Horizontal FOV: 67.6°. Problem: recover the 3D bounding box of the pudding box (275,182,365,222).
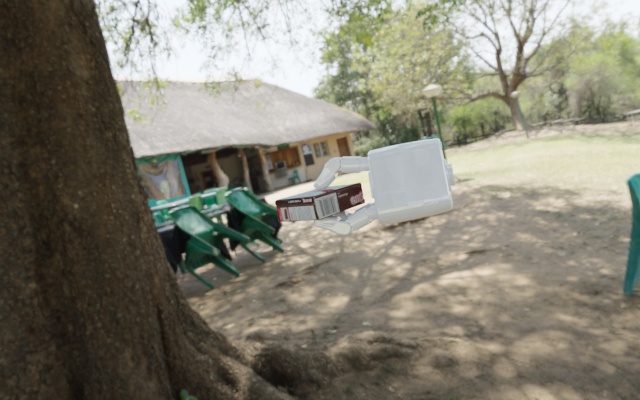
[{"bbox_3d":[0.000,0.002,0.746,0.090,0.039,0.113,-6,6,44],"label":"pudding box"}]
